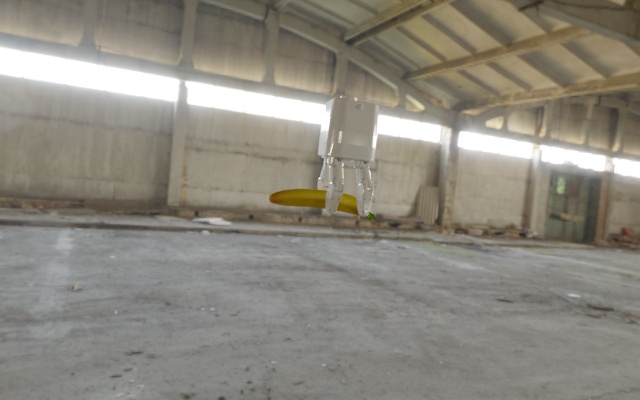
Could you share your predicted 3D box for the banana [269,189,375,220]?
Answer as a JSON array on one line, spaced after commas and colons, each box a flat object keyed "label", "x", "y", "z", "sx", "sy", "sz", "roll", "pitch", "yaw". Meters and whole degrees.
[{"label": "banana", "x": 0.003, "y": 0.000, "z": 0.904, "sx": 0.198, "sy": 0.037, "sz": 0.069, "roll": 8, "pitch": 9, "yaw": -1}]
